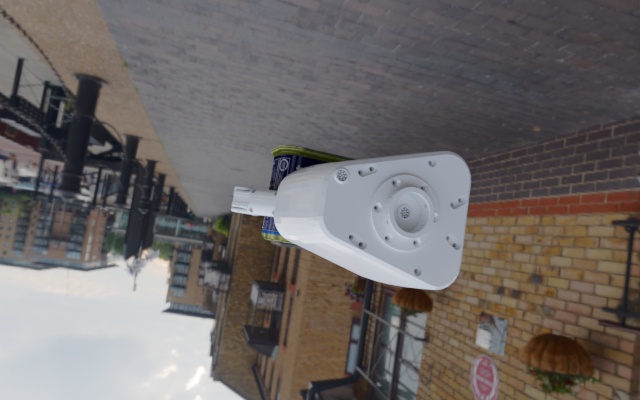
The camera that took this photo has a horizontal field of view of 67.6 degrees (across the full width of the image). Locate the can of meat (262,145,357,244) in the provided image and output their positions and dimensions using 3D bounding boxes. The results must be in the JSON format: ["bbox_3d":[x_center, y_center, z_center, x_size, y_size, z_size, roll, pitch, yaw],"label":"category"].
[{"bbox_3d":[0.000,0.002,0.445,0.102,0.084,0.057,10,-5,-21],"label":"can of meat"}]
